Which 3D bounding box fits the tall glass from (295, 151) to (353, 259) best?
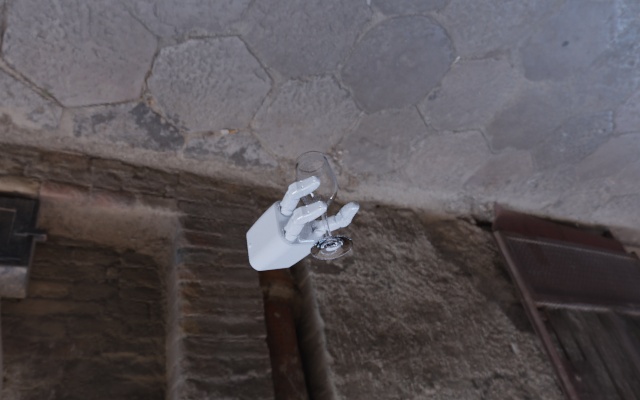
[{"bbox_3d":[0.000,0.003,0.870,0.079,0.201,0.079,-9,-36,-6],"label":"tall glass"}]
